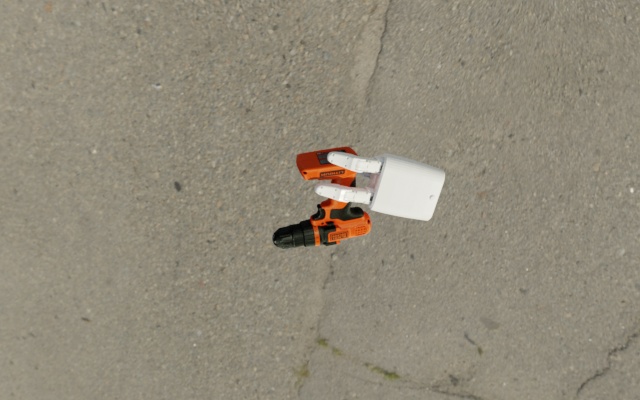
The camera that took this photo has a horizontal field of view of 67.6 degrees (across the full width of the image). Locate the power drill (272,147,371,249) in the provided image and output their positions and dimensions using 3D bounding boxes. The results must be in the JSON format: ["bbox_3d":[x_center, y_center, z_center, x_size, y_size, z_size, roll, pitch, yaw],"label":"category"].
[{"bbox_3d":[0.000,0.002,0.837,0.184,0.188,0.057,-11,42,-11],"label":"power drill"}]
